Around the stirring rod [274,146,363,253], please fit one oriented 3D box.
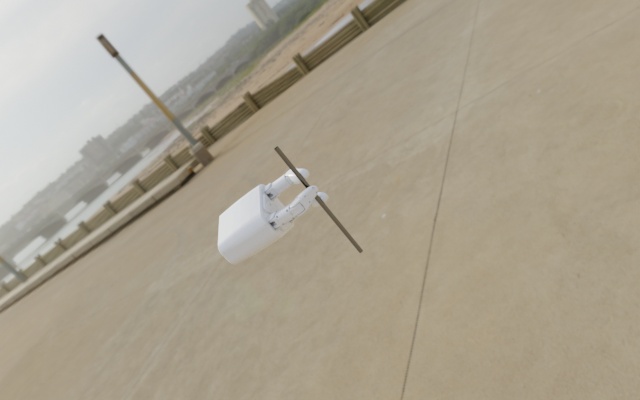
[{"bbox_3d":[0.000,0.003,0.813,0.011,0.239,0.011,-35,19,14],"label":"stirring rod"}]
